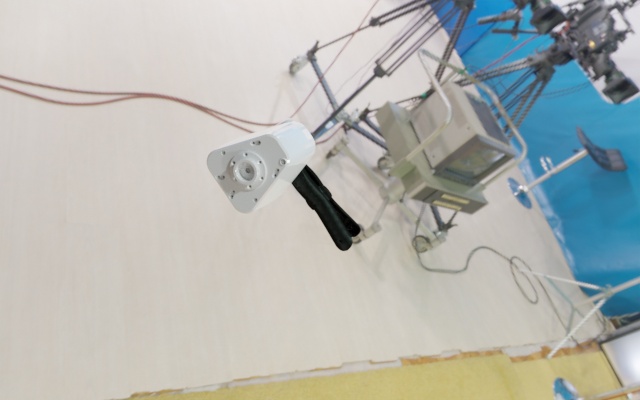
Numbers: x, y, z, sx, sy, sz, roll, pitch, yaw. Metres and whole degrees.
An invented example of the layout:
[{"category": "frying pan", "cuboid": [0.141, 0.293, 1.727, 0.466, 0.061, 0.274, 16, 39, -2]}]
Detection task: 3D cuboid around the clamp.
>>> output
[{"category": "clamp", "cuboid": [0.000, 0.002, 0.706, 0.039, 0.171, 0.120, -41, 6, 7]}]
